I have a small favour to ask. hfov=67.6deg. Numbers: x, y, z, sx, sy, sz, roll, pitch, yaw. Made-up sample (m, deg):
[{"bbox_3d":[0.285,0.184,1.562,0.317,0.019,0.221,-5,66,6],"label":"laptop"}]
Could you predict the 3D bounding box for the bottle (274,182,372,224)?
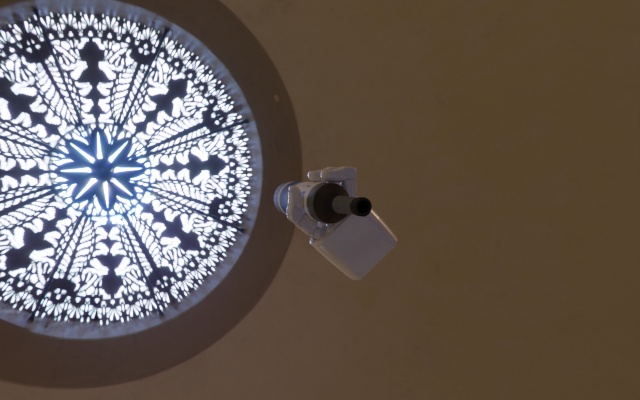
[{"bbox_3d":[0.000,0.003,0.802,0.069,0.069,0.295,0,3,-24],"label":"bottle"}]
